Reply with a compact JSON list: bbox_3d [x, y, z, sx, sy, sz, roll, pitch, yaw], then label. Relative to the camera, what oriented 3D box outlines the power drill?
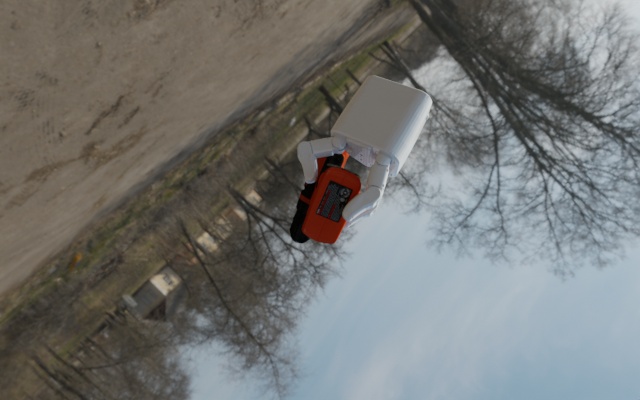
[{"bbox_3d":[0.000,0.002,0.735,0.057,0.184,0.187,20,10,-11],"label":"power drill"}]
